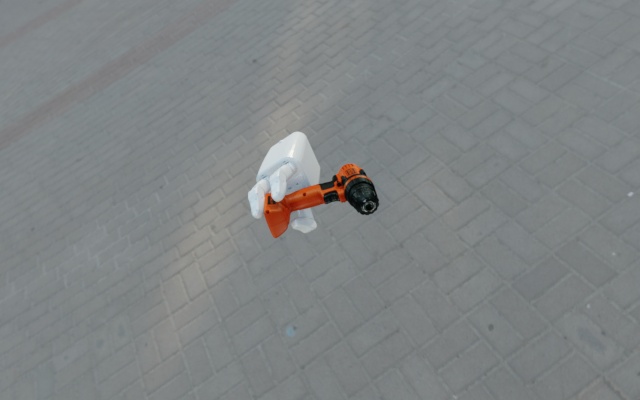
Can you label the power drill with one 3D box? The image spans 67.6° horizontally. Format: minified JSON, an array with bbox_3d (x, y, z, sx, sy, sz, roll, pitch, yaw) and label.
[{"bbox_3d":[0.000,0.003,0.809,0.187,0.057,0.184,-18,18,0],"label":"power drill"}]
